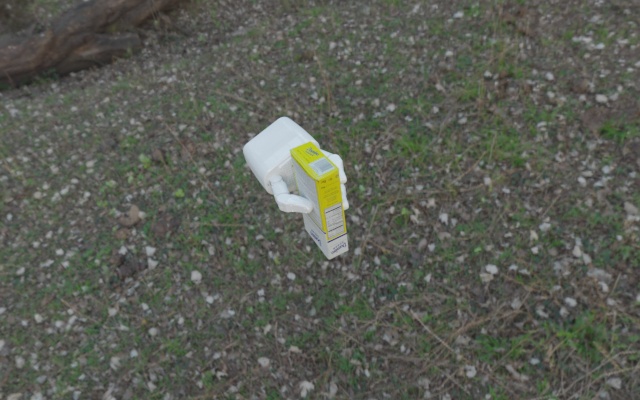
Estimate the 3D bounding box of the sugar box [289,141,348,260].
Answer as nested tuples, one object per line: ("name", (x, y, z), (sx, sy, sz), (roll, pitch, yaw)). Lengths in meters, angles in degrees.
("sugar box", (0.001, 0.002, 0.772), (0.048, 0.176, 0.093), (-26, 44, -15))
